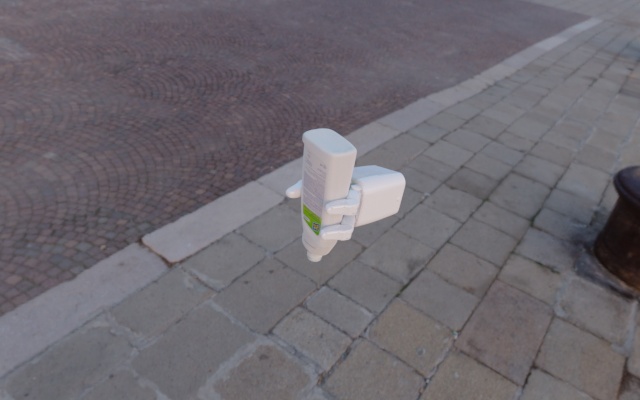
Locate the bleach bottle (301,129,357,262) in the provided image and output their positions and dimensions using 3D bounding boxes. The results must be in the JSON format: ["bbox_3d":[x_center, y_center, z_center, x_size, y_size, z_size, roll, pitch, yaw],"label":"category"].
[{"bbox_3d":[0.000,0.003,0.876,0.068,0.251,0.102,-15,40,-32],"label":"bleach bottle"}]
